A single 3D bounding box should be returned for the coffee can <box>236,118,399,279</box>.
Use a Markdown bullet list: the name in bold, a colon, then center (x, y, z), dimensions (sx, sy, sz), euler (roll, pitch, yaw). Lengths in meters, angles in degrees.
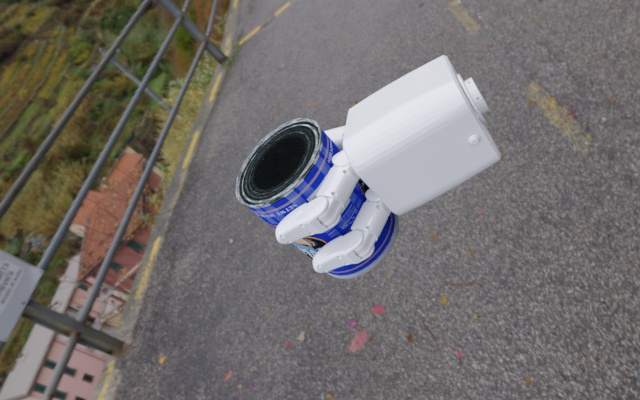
- **coffee can**: center (0.000, 0.002, 0.481), dimensions (0.103, 0.102, 0.140), euler (0, -33, 44)
